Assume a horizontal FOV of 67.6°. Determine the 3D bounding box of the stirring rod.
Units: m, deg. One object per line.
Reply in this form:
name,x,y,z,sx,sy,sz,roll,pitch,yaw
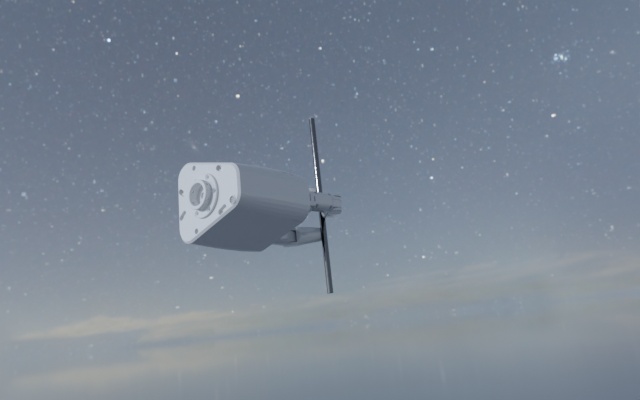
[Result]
stirring rod,0.000,0.002,0.636,0.011,0.239,0.011,-6,-15,-2
